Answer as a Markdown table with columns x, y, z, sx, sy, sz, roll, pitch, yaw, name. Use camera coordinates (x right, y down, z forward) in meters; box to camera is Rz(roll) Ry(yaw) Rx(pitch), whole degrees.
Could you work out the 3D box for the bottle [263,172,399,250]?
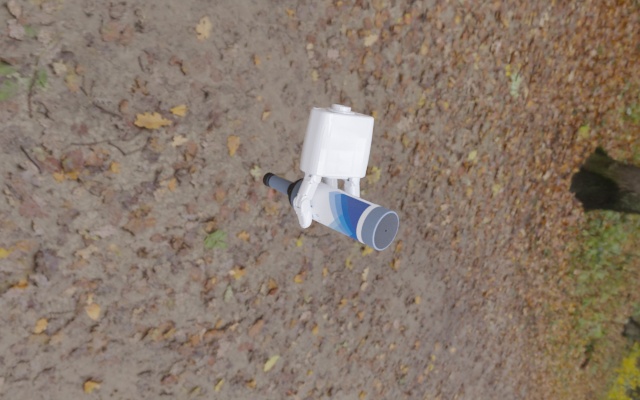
| x | y | z | sx | sy | sz | roll | pitch | yaw | name |
| --- | --- | --- | --- | --- | --- | --- | --- | --- | --- |
| 0.000 | 0.003 | 0.848 | 0.295 | 0.069 | 0.069 | 24 | 16 | 40 | bottle |
